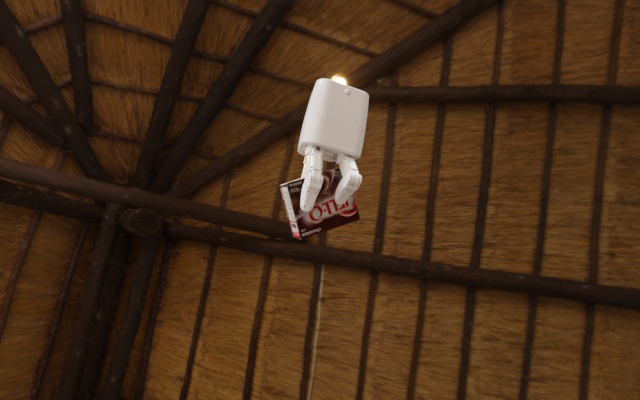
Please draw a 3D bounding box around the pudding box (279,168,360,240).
[{"bbox_3d":[0.000,0.002,0.754,0.113,0.090,0.039,-17,7,-23],"label":"pudding box"}]
